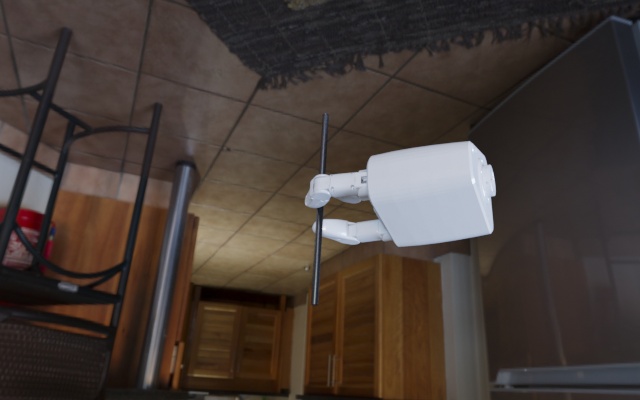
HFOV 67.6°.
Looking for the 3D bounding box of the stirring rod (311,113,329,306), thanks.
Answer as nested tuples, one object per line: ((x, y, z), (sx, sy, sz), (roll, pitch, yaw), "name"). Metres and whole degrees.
((0.000, 0.002, 0.560), (0.011, 0.239, 0.011), (3, -23, 1), "stirring rod")
